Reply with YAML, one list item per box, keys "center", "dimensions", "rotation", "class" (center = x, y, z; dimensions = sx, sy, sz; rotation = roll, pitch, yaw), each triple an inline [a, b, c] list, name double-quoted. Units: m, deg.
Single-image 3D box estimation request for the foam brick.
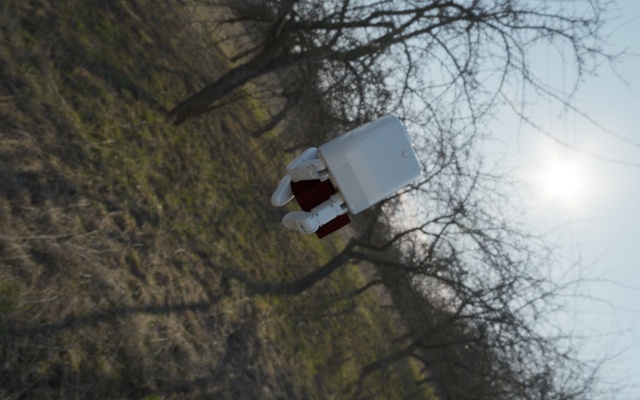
- center: [0.000, 0.002, 0.655]
  dimensions: [0.051, 0.078, 0.053]
  rotation: [-28, 25, 2]
  class: "foam brick"
